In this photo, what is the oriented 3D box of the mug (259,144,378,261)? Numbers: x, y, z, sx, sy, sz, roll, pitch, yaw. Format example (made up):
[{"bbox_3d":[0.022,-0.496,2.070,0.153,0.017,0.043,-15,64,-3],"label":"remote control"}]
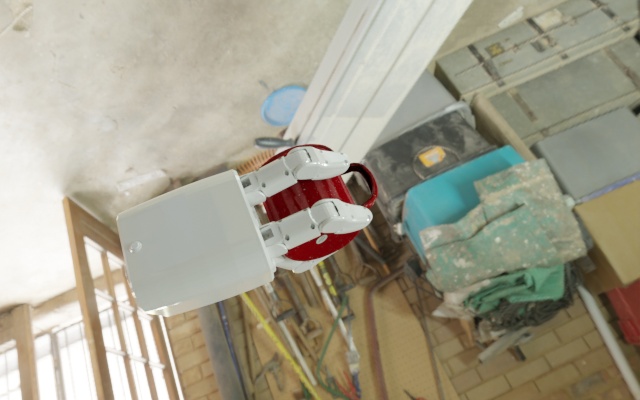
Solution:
[{"bbox_3d":[0.001,0.001,0.467,0.117,0.081,0.093,-20,-29,-9],"label":"mug"}]
